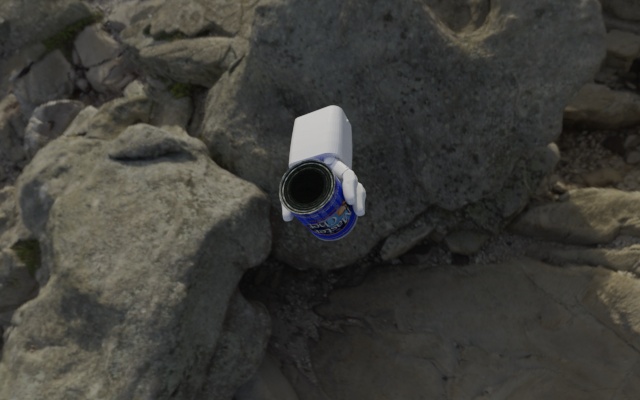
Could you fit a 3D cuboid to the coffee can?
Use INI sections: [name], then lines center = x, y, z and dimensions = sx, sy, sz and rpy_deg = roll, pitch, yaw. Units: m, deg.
[coffee can]
center = 0.000, 0.003, 0.859
dimensions = 0.103, 0.102, 0.140
rpy_deg = 0, -23, 21
